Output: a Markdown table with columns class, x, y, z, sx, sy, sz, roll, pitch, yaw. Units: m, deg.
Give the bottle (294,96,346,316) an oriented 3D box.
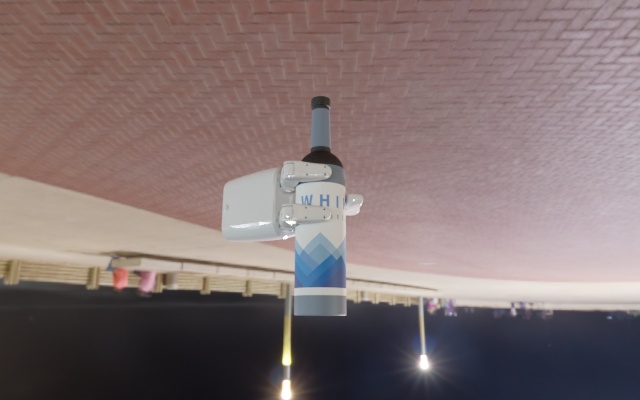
| class | x | y | z | sx | sy | sz | roll | pitch | yaw |
| --- | --- | --- | --- | --- | --- | --- | --- | --- | --- |
| bottle | 0.000 | 0.002 | 0.637 | 0.069 | 0.295 | 0.069 | 0 | -13 | 0 |
